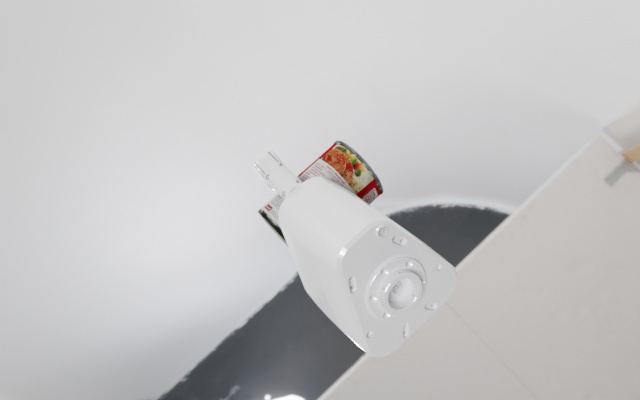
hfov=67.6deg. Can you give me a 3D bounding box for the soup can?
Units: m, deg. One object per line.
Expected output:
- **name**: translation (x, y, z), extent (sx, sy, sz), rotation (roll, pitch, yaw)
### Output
- **soup can**: translation (0.000, 0.001, 0.455), extent (0.102, 0.068, 0.068), rotation (-42, 7, -8)
